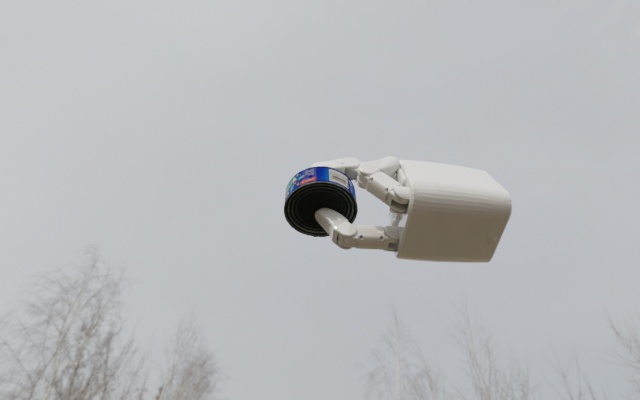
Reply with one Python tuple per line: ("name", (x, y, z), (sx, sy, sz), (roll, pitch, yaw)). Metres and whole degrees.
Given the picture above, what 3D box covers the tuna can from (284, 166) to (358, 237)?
("tuna can", (0.000, 0.001, 0.564), (0.086, 0.086, 0.033), (0, 41, -1))
